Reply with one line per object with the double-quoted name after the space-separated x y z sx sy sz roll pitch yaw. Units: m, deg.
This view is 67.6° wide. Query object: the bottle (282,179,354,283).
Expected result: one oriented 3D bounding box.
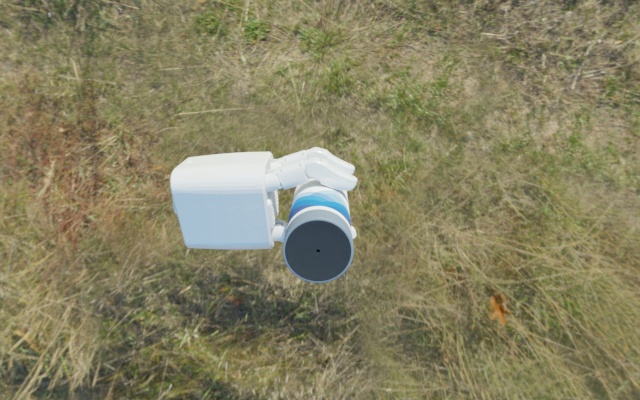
0.000 0.002 0.582 0.069 0.069 0.295 0 18 1 "bottle"
